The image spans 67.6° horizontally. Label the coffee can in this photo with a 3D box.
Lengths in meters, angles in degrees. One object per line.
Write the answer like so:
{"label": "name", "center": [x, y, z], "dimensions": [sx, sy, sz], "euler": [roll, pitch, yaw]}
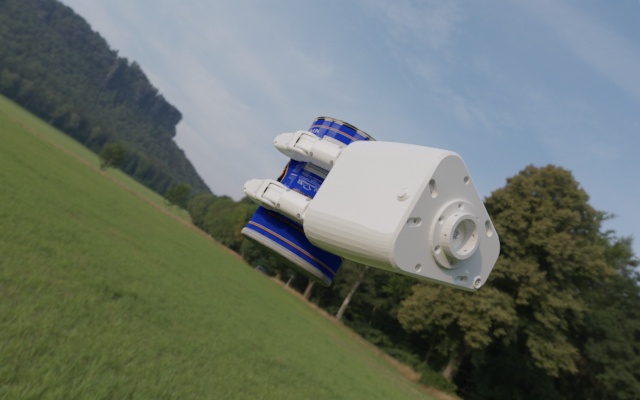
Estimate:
{"label": "coffee can", "center": [0.000, 0.002, 0.487], "dimensions": [0.103, 0.140, 0.103], "euler": [30, -11, 7]}
